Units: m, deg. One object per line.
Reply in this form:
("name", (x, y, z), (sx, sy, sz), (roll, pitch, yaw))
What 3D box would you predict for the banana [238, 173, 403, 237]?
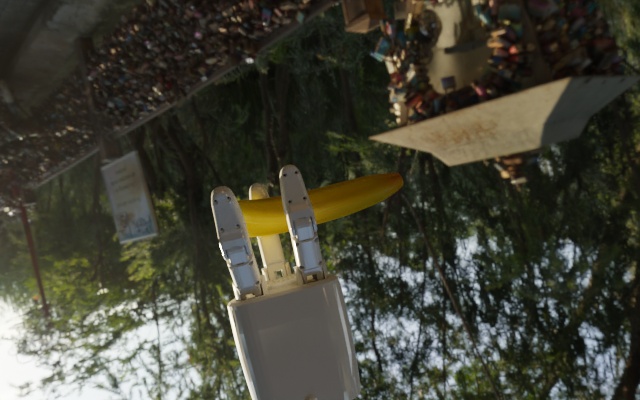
("banana", (-0.012, 0.006, 0.460), (0.198, 0.037, 0.069), (-11, -6, -30))
